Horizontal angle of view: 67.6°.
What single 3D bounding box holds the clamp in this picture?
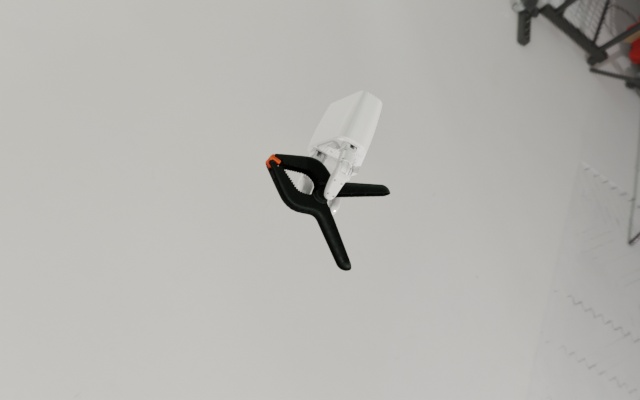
[{"bbox_3d":[0.000,0.002,0.756,0.210,0.164,0.036,29,-25,-13],"label":"clamp"}]
